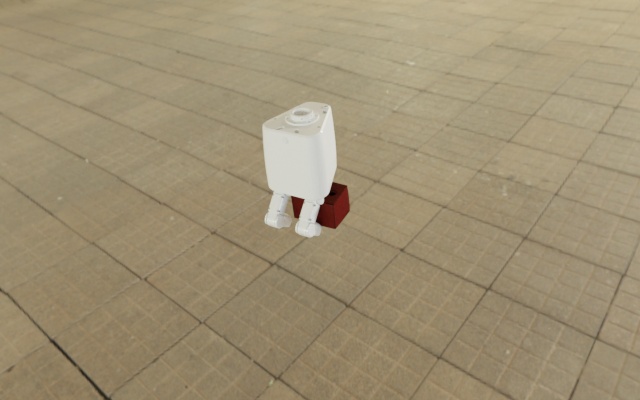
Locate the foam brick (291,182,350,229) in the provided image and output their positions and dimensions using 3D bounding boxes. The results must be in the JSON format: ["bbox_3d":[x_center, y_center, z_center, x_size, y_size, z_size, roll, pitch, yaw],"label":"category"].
[{"bbox_3d":[0.000,0.003,0.754,0.078,0.051,0.053,14,42,23],"label":"foam brick"}]
